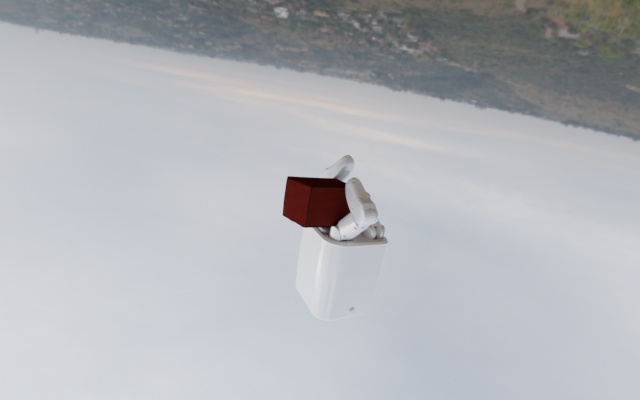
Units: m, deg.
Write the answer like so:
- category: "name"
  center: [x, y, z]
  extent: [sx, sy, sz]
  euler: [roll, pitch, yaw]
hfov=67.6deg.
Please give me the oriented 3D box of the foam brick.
- category: "foam brick"
  center: [0.000, 0.002, 0.591]
  extent: [0.078, 0.051, 0.053]
  euler: [1, 16, -37]
